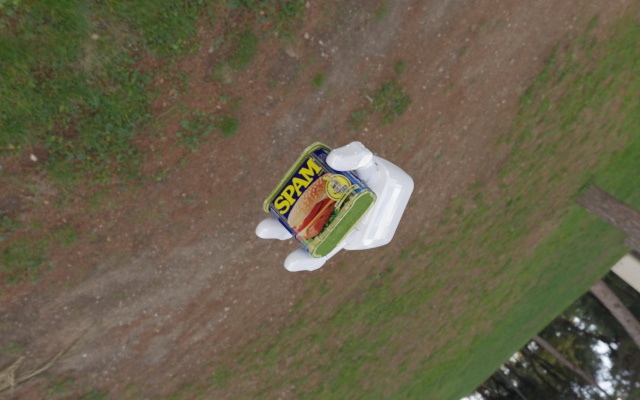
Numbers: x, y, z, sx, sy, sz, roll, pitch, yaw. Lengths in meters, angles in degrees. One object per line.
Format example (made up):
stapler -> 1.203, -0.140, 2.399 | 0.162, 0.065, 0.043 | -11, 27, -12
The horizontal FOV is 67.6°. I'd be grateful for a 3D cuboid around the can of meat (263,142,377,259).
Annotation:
can of meat -> 0.000, 0.002, 0.531 | 0.084, 0.102, 0.057 | 45, 13, 24
